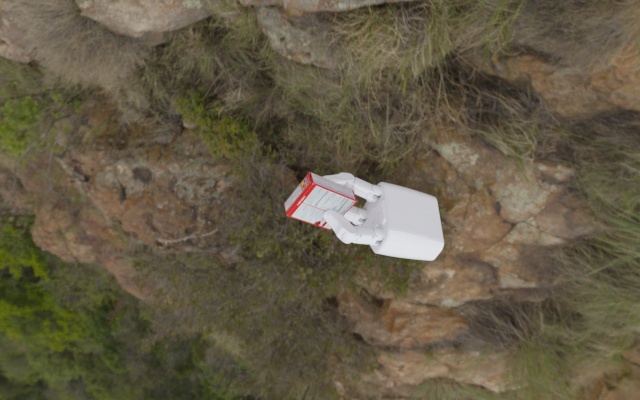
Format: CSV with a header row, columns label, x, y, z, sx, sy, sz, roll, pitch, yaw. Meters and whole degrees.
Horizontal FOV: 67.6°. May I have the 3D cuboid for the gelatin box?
label,x,y,z,sx,sy,sz,roll,pitch,yaw
gelatin box,0.000,0.003,0.737,0.089,0.030,0.073,20,-55,-32
